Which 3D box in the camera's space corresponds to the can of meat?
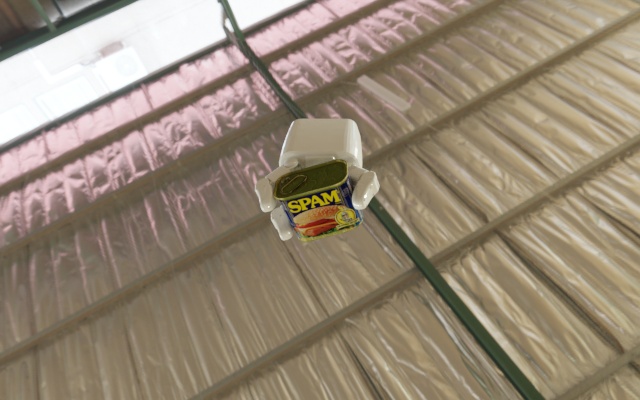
[{"bbox_3d":[0.000,0.002,0.643,0.102,0.084,0.057,-15,36,13],"label":"can of meat"}]
